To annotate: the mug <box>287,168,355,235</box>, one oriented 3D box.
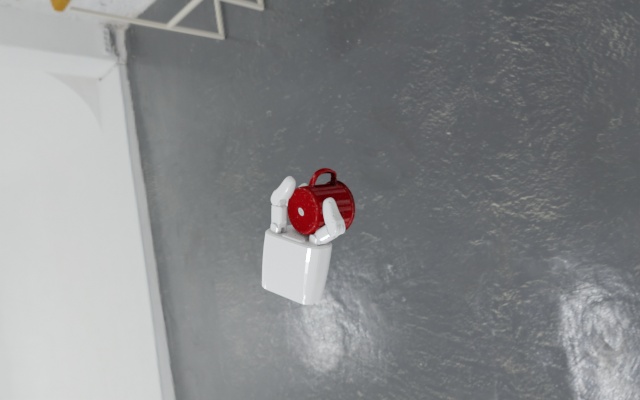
[{"bbox_3d":[0.000,0.001,0.808,0.081,0.117,0.093,-7,24,-42],"label":"mug"}]
